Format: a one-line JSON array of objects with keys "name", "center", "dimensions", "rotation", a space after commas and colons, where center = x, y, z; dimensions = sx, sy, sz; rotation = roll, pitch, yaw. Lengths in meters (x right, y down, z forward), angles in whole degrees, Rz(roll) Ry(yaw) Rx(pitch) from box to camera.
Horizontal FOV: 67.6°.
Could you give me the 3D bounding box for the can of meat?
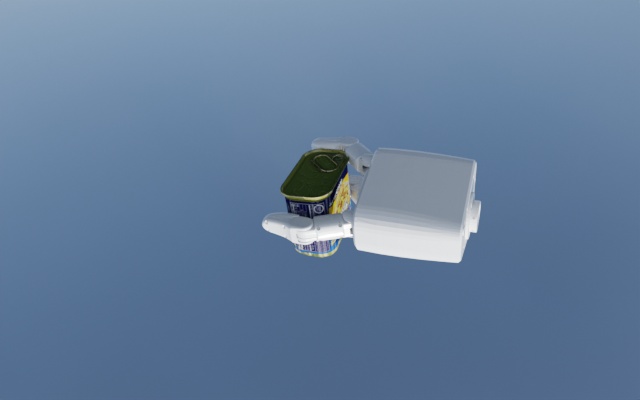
[{"name": "can of meat", "center": [0.000, 0.002, 0.547], "dimensions": [0.057, 0.084, 0.102], "rotation": [5, 36, 19]}]
